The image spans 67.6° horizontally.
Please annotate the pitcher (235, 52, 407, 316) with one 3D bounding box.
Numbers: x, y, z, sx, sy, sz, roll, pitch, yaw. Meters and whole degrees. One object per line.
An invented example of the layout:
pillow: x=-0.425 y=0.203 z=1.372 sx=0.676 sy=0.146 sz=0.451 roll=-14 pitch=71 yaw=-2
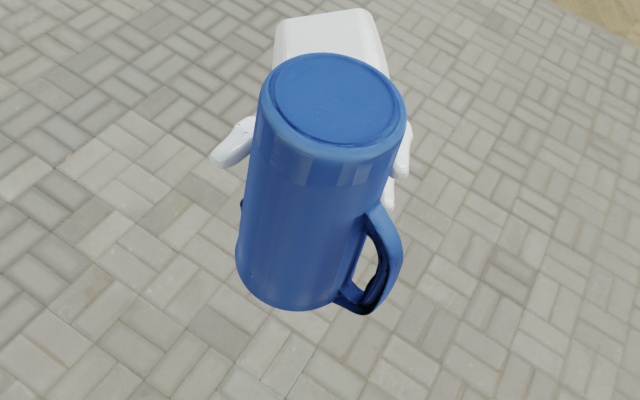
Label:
pitcher: x=0.000 y=0.001 z=0.428 sx=0.149 sy=0.145 sz=0.243 roll=4 pitch=-35 yaw=-8
